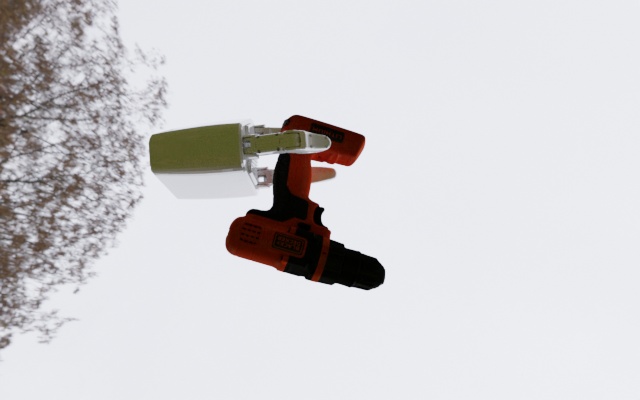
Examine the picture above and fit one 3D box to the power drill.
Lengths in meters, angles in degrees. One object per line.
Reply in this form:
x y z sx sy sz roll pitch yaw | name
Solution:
0.000 0.001 0.561 0.184 0.187 0.057 17 -25 -8 | power drill
